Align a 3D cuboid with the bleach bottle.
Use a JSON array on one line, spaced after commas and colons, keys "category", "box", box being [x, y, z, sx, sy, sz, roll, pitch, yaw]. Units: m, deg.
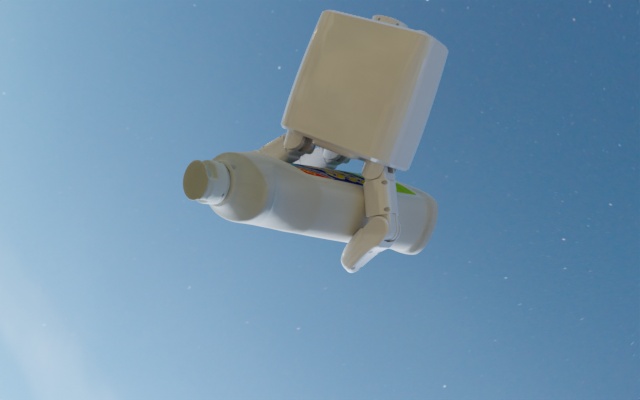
[{"category": "bleach bottle", "box": [0.000, 0.001, 0.416, 0.102, 0.068, 0.251, 26, 11, 39]}]
